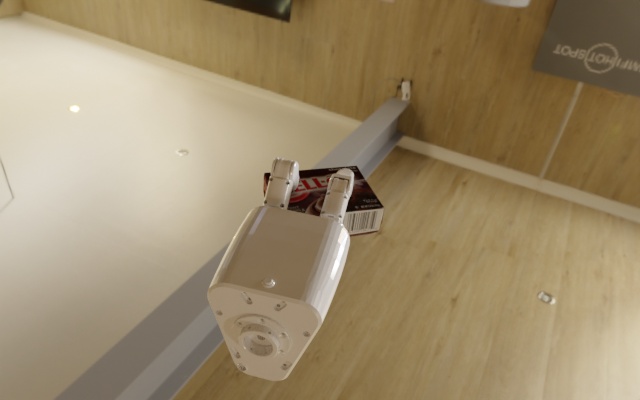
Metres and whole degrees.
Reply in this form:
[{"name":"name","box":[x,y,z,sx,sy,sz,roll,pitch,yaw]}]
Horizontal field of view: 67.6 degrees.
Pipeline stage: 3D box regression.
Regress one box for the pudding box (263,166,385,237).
[{"name":"pudding box","box":[0.000,0.002,0.517,0.113,0.039,0.090,-4,35,-16]}]
